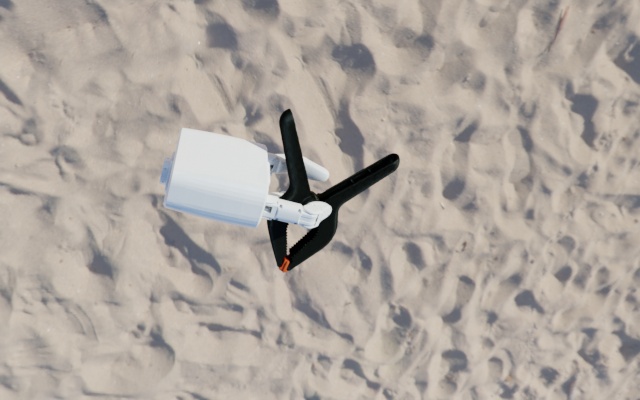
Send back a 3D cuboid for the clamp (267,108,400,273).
[{"bbox_3d":[0.000,0.003,0.615,0.164,0.210,0.036,13,21,-17],"label":"clamp"}]
